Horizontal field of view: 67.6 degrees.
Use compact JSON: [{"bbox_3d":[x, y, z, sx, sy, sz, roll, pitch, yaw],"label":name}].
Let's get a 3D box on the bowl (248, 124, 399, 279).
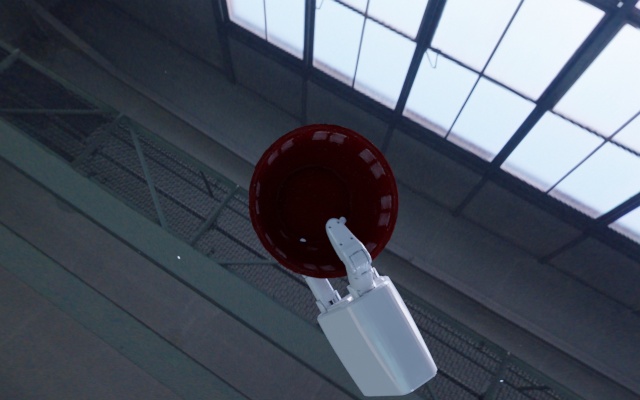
[{"bbox_3d":[0.000,0.000,0.519,0.162,0.162,0.055,0,-4,-14],"label":"bowl"}]
